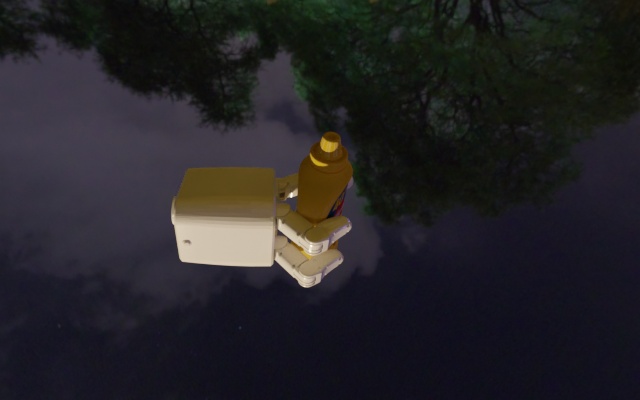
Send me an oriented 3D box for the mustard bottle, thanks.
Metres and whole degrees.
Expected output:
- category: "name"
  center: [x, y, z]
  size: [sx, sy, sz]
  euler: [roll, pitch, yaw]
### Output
- category: "mustard bottle"
  center: [0.000, 0.002, 0.555]
  size: [0.058, 0.192, 0.096]
  euler: [19, 45, 10]
